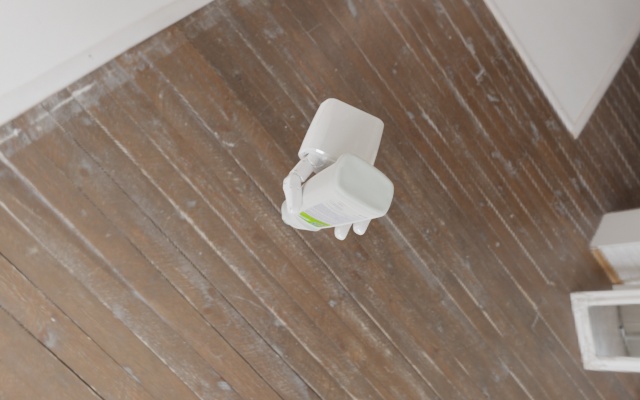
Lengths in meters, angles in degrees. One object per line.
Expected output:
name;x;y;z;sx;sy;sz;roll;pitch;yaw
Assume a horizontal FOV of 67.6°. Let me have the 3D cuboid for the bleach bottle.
bleach bottle;0.000;0.003;0.754;0.102;0.068;0.251;31;-25;-22
